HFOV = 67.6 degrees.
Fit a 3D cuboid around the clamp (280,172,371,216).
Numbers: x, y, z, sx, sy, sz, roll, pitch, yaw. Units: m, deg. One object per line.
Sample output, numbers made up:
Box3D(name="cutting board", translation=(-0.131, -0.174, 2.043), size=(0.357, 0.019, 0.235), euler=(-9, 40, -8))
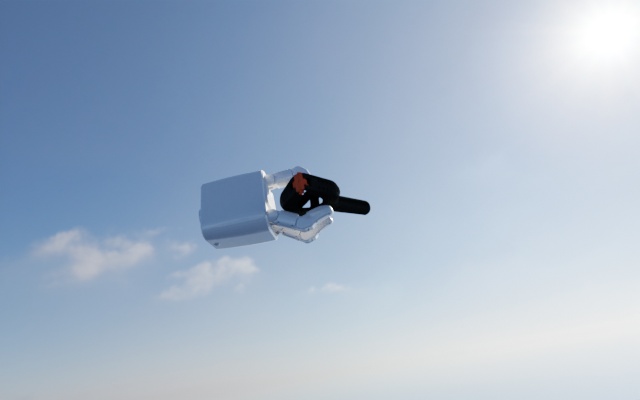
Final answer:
Box3D(name="clamp", translation=(0.000, 0.002, 0.769), size=(0.164, 0.036, 0.210), euler=(-13, -20, 1))
